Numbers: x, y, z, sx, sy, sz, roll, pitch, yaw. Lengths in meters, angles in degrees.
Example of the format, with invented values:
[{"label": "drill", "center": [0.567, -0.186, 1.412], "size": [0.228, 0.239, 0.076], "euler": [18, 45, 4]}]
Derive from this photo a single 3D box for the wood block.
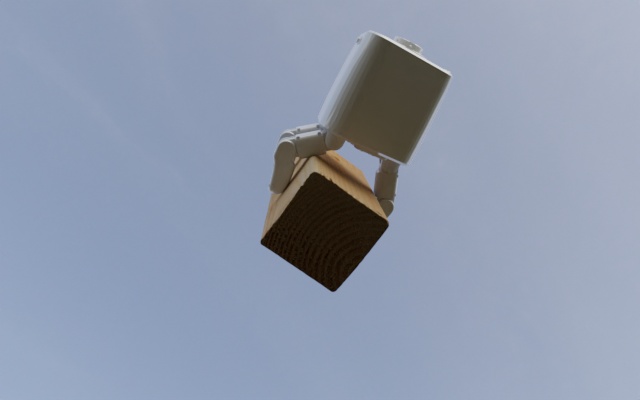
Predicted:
[{"label": "wood block", "center": [0.001, 0.002, 0.537], "size": [0.091, 0.090, 0.206], "euler": [35, 13, -11]}]
